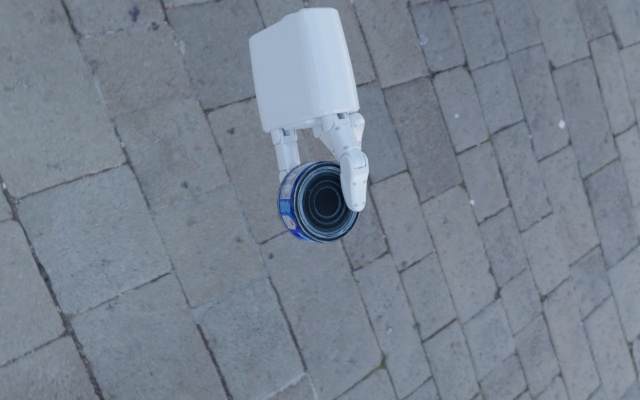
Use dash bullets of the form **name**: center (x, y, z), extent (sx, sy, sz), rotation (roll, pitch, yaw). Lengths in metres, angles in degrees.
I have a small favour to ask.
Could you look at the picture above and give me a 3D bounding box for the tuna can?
- **tuna can**: center (0.000, 0.002, 0.498), extent (0.086, 0.086, 0.034), rotation (0, 1, -32)
